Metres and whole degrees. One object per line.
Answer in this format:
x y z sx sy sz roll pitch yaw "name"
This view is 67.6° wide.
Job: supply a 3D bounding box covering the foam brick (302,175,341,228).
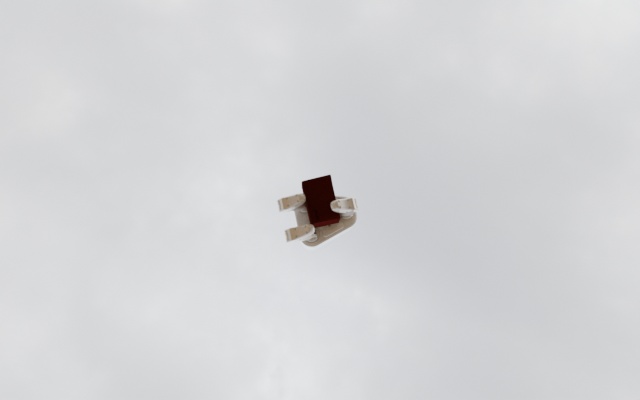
0.000 0.002 0.824 0.053 0.078 0.051 -12 -11 -3 "foam brick"
